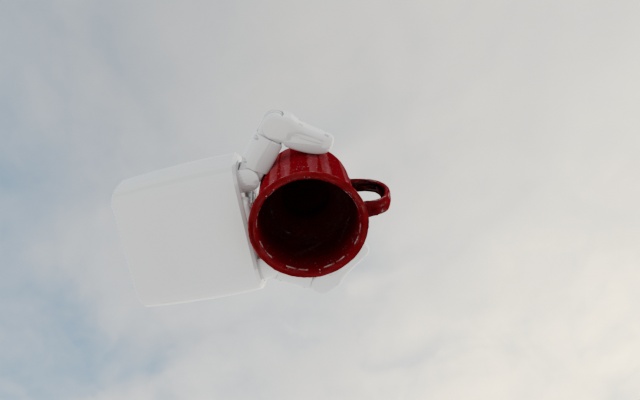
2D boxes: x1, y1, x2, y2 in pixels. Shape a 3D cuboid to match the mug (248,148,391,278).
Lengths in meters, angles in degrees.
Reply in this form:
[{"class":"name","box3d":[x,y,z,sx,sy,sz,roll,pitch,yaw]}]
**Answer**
[{"class":"mug","box3d":[0.001,0.001,0.401,0.117,0.093,0.081,-11,26,1]}]
